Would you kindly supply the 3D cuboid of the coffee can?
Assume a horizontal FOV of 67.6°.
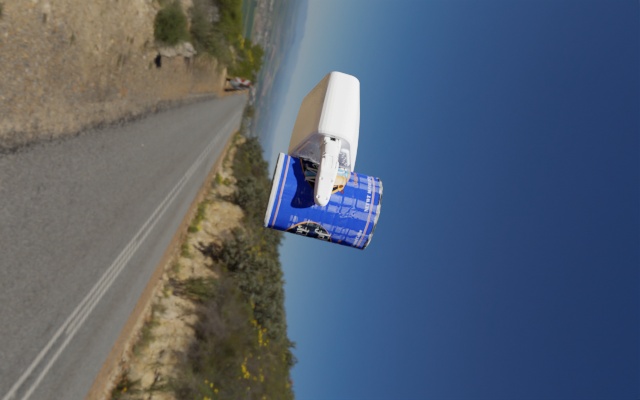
[{"bbox_3d":[0.000,0.002,0.646,0.140,0.103,0.103,14,-2,-7],"label":"coffee can"}]
